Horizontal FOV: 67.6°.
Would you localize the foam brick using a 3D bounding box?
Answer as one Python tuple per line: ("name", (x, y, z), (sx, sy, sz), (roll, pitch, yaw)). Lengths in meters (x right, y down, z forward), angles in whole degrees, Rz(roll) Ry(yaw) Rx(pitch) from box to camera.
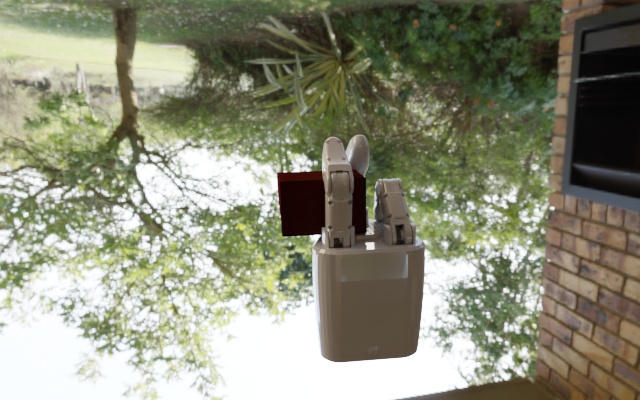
("foam brick", (0.000, 0.001, 0.438), (0.078, 0.051, 0.053), (-2, 12, -6))
